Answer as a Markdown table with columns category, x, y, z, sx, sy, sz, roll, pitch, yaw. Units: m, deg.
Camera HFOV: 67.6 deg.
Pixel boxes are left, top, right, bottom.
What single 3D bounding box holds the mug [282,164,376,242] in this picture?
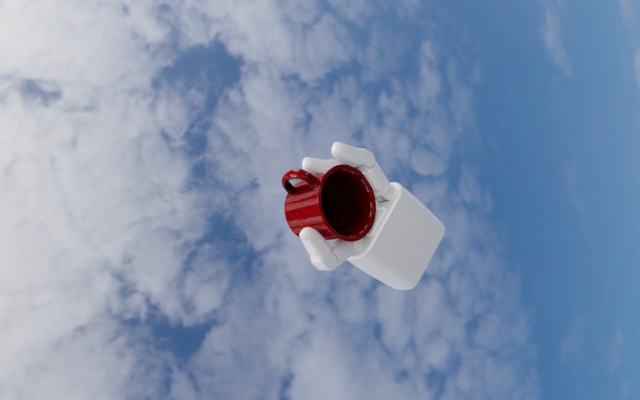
| category | x | y | z | sx | sy | sz | roll | pitch | yaw |
| --- | --- | --- | --- | --- | --- | --- | --- | --- | --- |
| mug | -0.001 | 0.001 | 0.591 | 0.117 | 0.093 | 0.081 | 37 | -29 | -28 |
